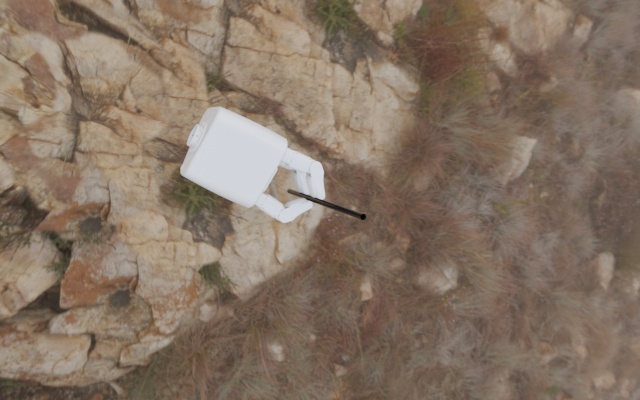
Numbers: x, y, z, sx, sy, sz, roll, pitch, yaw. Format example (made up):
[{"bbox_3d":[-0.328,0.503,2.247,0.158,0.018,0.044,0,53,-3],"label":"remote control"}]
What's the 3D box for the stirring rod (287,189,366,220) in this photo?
[{"bbox_3d":[0.000,0.002,0.679,0.011,0.011,0.239,0,8,-26],"label":"stirring rod"}]
